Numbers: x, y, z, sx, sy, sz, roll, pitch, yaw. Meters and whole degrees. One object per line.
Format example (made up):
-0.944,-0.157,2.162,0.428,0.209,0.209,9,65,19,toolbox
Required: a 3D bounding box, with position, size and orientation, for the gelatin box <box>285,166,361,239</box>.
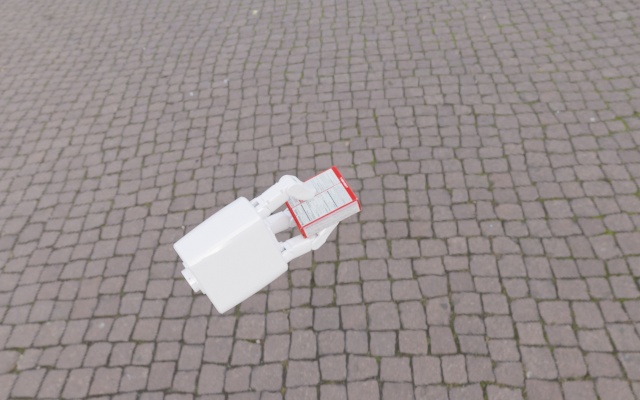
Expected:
0.000,0.002,0.658,0.089,0.073,0.030,-28,-40,-4,gelatin box
